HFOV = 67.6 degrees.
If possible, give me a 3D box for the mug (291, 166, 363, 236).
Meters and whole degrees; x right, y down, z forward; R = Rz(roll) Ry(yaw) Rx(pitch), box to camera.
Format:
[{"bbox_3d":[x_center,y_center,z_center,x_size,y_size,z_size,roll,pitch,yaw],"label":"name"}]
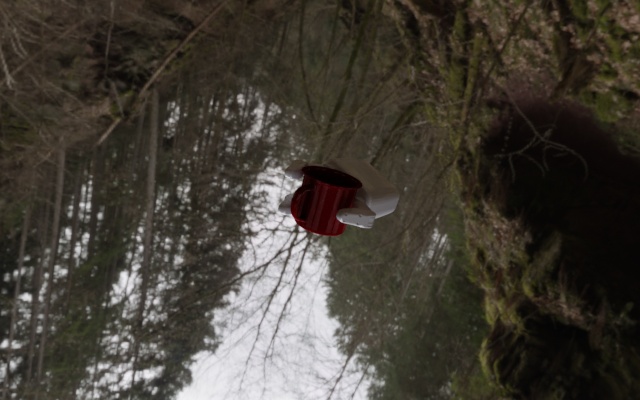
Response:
[{"bbox_3d":[-0.001,0.003,0.707,0.093,0.081,0.117,27,21,33],"label":"mug"}]
